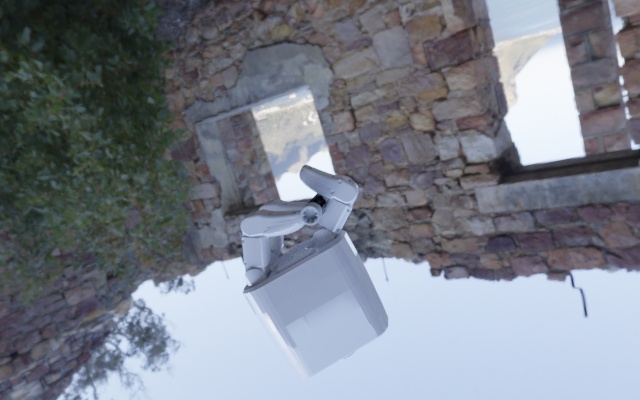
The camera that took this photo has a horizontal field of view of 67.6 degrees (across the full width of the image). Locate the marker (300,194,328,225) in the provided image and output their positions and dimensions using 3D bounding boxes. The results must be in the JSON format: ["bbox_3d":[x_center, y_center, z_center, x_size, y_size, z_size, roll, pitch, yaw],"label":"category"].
[{"bbox_3d":[0.000,0.002,0.488,0.020,0.020,0.121,0,11,9],"label":"marker"}]
